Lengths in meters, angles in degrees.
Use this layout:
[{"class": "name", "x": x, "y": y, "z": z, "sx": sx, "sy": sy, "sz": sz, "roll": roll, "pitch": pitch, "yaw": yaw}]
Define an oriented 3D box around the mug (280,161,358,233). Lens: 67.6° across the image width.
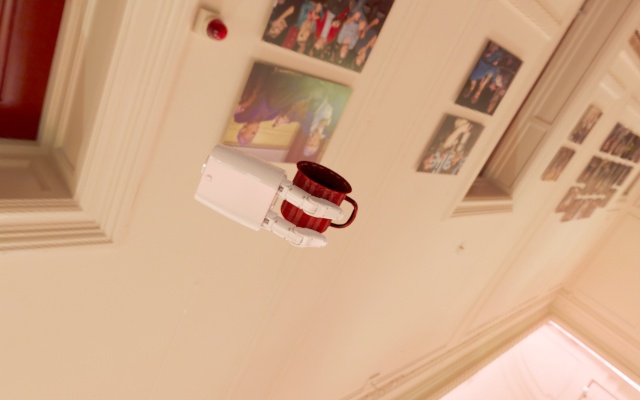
[{"class": "mug", "x": 0.001, "y": 0.003, "z": 0.732, "sx": 0.117, "sy": 0.081, "sz": 0.093, "roll": 26, "pitch": 21, "yaw": -2}]
